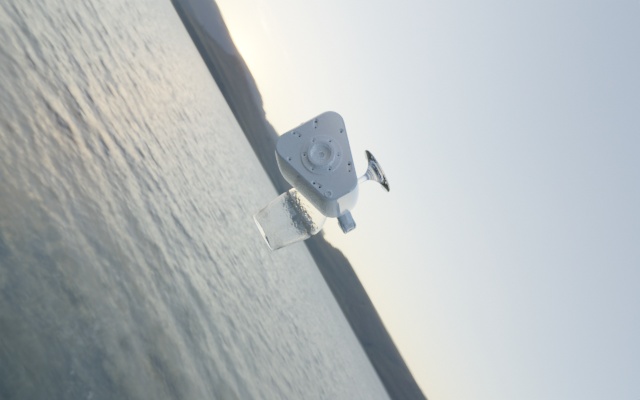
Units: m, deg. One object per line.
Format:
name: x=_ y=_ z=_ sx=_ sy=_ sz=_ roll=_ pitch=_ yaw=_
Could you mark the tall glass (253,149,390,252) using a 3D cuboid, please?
tall glass: x=0.001 y=0.002 z=0.723 sx=0.201 sy=0.079 sz=0.079 roll=-29 pitch=2 yaw=-3
